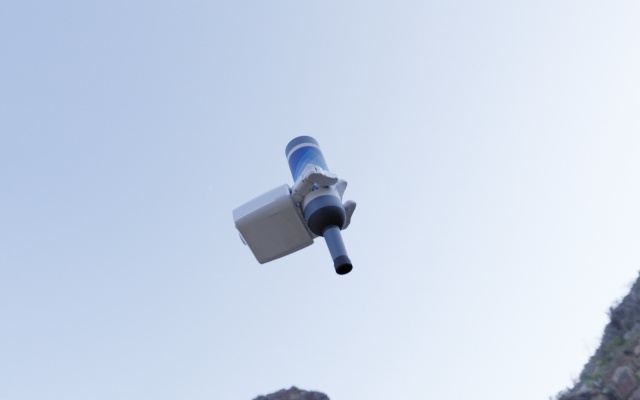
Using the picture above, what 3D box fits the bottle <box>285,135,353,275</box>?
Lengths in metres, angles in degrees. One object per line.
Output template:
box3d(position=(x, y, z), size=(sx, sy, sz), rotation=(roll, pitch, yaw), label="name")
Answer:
box3d(position=(0.000, 0.002, 0.806), size=(0.069, 0.069, 0.295), rotation=(0, 43, -19), label="bottle")
